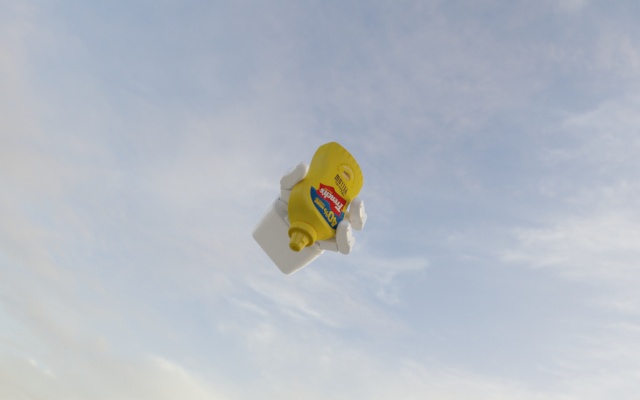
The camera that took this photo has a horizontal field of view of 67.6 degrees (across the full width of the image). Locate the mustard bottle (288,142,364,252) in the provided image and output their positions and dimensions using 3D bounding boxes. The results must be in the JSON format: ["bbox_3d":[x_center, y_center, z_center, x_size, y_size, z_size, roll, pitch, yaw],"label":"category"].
[{"bbox_3d":[0.000,0.002,0.720,0.058,0.096,0.191,-13,34,39],"label":"mustard bottle"}]
